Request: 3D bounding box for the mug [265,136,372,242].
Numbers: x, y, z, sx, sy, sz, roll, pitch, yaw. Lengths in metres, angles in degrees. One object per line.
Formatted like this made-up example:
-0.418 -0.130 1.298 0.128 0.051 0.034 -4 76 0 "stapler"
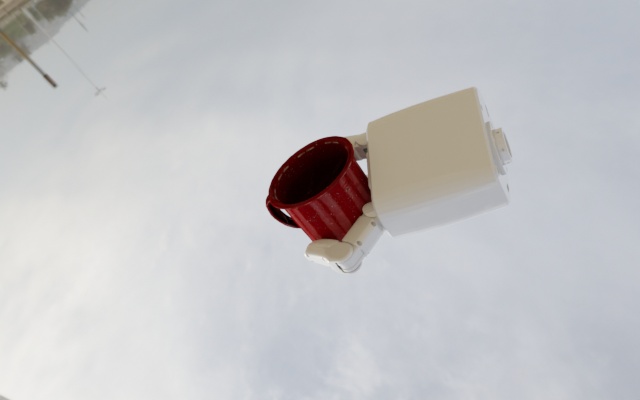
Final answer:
-0.001 0.002 0.470 0.117 0.093 0.081 -17 -51 28 "mug"
